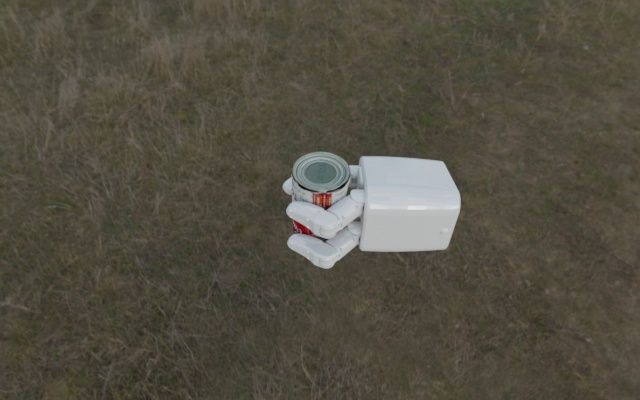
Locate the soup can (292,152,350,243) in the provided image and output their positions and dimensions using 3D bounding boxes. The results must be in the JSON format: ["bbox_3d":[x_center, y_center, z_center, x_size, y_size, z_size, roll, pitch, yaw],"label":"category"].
[{"bbox_3d":[0.000,0.002,0.566,0.068,0.068,0.102,0,-44,-1],"label":"soup can"}]
